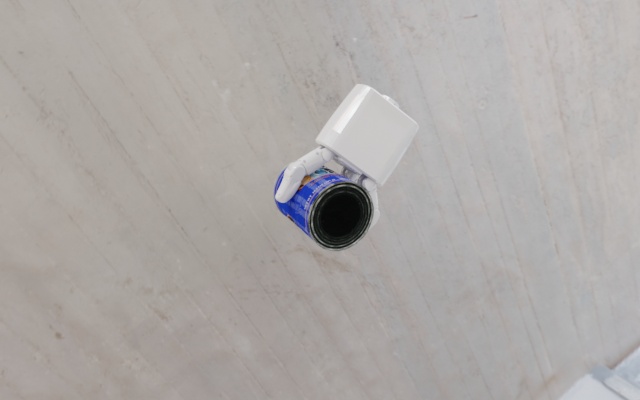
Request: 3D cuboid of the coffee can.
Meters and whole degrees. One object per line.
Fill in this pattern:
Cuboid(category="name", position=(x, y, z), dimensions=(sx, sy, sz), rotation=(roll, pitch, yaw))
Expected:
Cuboid(category="coffee can", position=(0.000, 0.002, 0.714), dimensions=(0.103, 0.103, 0.140), rotation=(0, 17, -26))
